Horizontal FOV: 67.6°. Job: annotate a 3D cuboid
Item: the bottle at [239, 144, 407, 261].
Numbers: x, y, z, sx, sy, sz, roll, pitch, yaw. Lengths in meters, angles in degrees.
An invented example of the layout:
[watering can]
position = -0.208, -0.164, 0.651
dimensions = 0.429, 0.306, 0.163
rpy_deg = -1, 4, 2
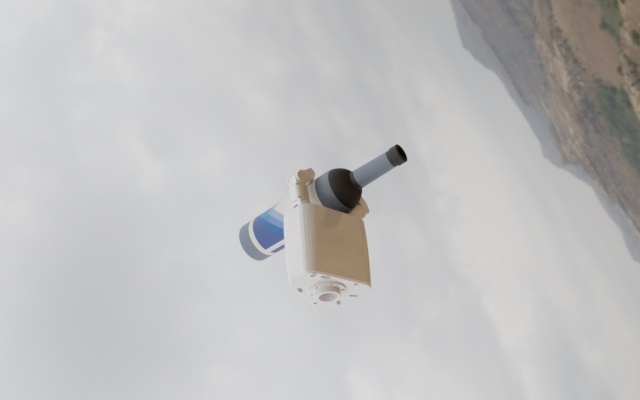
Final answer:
[bottle]
position = 0.000, 0.002, 0.714
dimensions = 0.296, 0.069, 0.069
rpy_deg = -31, -17, 29
